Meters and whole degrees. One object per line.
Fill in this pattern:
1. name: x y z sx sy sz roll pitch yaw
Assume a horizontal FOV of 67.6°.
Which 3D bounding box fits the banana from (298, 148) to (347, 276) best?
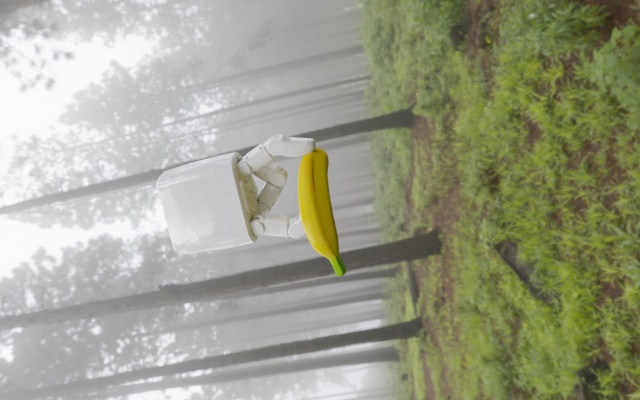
1. banana: -0.004 -0.007 0.563 0.037 0.197 0.070 -13 -42 7
